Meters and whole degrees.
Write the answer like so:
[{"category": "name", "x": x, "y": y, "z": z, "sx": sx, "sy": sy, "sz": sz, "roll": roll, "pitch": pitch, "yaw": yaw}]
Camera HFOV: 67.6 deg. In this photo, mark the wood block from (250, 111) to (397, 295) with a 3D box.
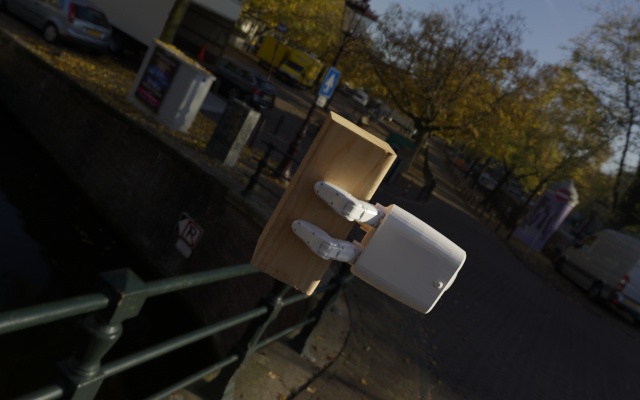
[{"category": "wood block", "x": 0.001, "y": 0.002, "z": 0.611, "sx": 0.090, "sy": 0.206, "sz": 0.090, "roll": 29, "pitch": 15, "yaw": -7}]
